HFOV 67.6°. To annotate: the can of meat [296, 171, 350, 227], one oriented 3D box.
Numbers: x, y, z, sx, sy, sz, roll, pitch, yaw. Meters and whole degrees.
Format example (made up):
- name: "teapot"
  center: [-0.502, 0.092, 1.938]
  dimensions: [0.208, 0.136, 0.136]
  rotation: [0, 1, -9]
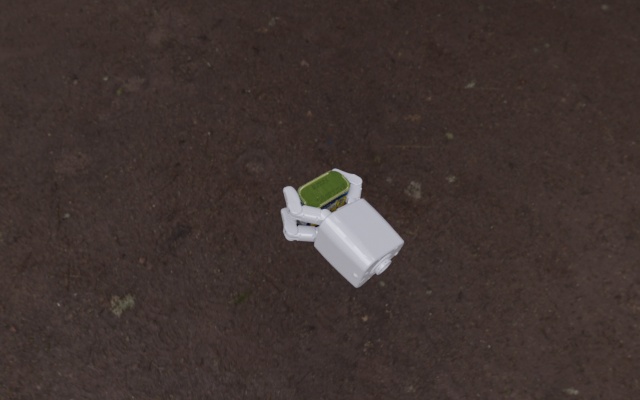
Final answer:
- name: "can of meat"
  center: [0.000, 0.002, 0.845]
  dimensions: [0.102, 0.057, 0.084]
  rotation: [-31, -23, -27]
